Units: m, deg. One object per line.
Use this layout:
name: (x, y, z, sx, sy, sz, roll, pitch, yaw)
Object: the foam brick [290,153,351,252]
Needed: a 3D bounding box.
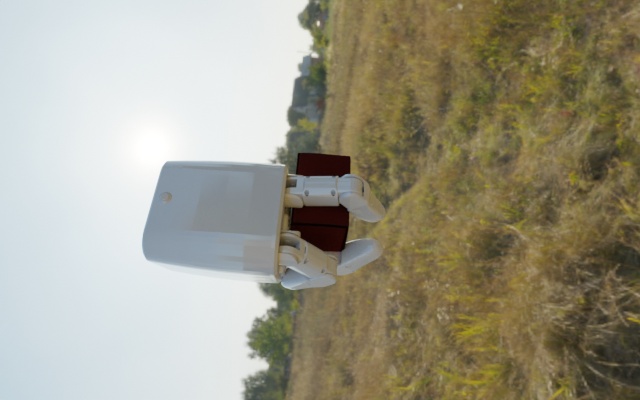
foam brick: (0.000, 0.001, 0.445, 0.051, 0.078, 0.053, 4, -32, 0)
